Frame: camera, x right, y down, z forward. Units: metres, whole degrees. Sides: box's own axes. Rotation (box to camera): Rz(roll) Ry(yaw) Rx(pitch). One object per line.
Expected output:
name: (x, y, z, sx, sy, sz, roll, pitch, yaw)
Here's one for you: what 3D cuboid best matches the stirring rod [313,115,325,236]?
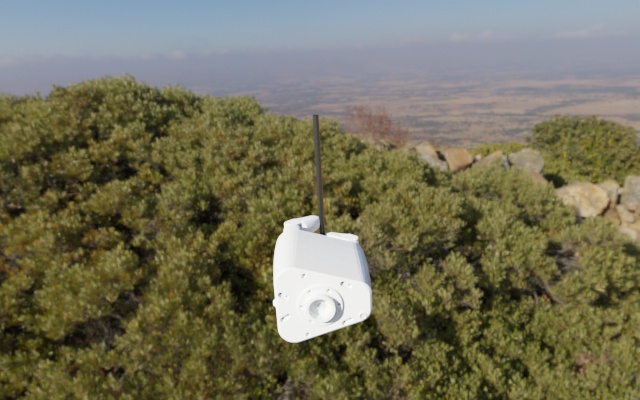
stirring rod: (0.000, 0.002, 0.663, 0.011, 0.239, 0.011, -3, 18, 1)
